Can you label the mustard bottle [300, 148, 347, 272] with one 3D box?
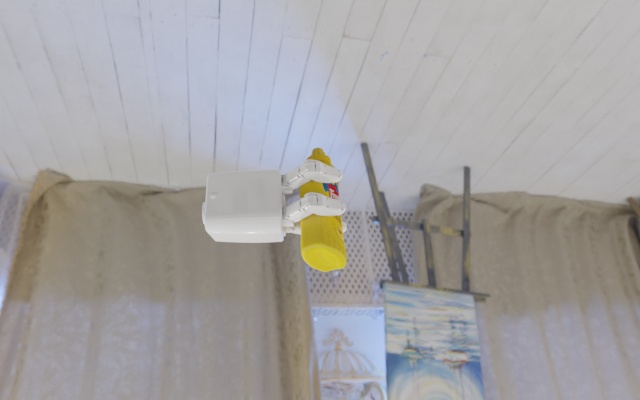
[{"bbox_3d":[0.000,0.003,0.714,0.058,0.191,0.096,-15,-32,17],"label":"mustard bottle"}]
